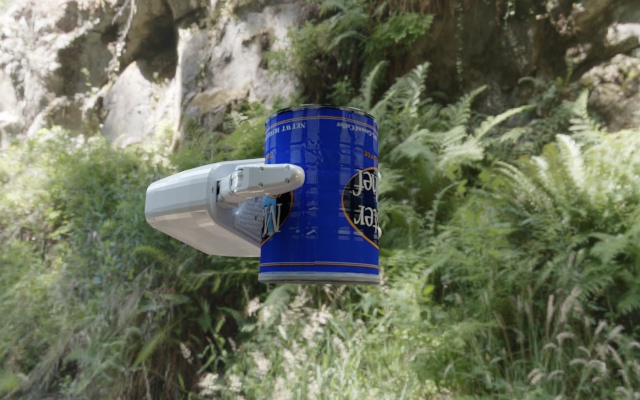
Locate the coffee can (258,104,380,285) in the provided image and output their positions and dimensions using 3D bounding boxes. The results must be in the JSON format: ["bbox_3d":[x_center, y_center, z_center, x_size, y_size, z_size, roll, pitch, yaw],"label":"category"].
[{"bbox_3d":[0.000,0.001,0.415,0.103,0.140,0.103,1,-11,0],"label":"coffee can"}]
